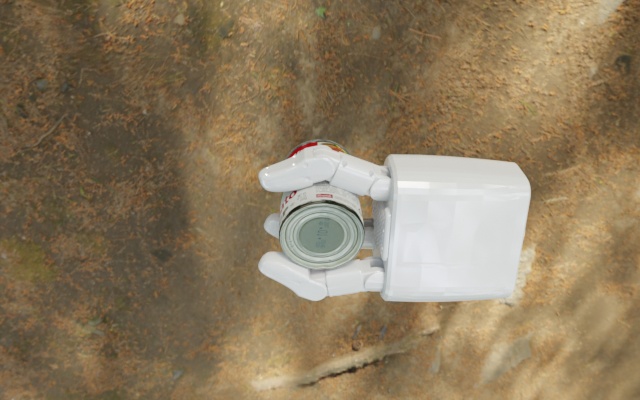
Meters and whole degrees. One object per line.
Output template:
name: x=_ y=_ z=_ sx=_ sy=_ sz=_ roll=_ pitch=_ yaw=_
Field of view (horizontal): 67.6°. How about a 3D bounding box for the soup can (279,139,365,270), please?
soup can: x=0.000 y=0.001 z=0.404 sx=0.068 sy=0.068 sz=0.102 roll=0 pitch=34 yaw=-2
